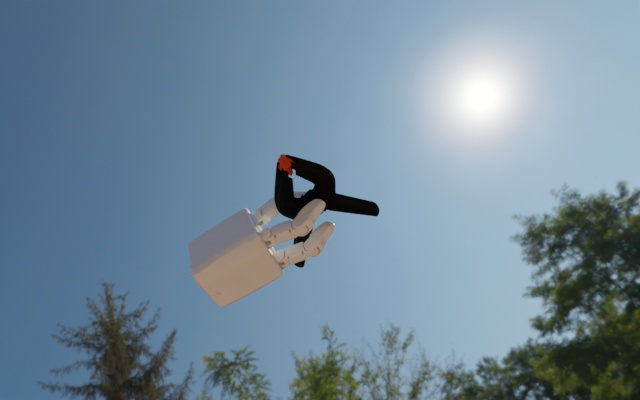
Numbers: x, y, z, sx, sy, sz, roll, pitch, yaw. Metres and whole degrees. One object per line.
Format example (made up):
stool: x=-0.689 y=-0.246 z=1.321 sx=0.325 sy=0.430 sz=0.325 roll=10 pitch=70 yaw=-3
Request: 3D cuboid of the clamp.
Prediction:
clamp: x=-0.001 y=0.002 z=0.714 sx=0.164 sy=0.210 sz=0.036 roll=-31 pitch=46 yaw=-6
